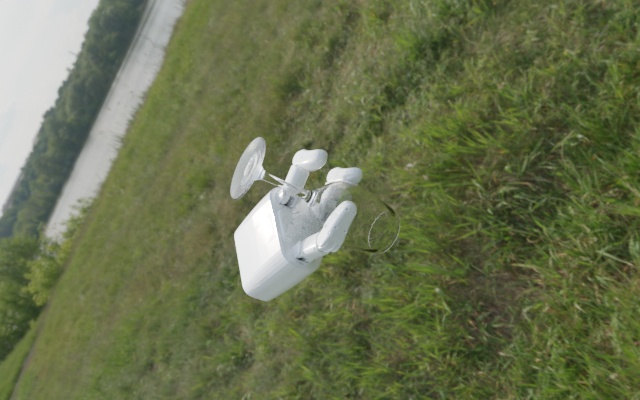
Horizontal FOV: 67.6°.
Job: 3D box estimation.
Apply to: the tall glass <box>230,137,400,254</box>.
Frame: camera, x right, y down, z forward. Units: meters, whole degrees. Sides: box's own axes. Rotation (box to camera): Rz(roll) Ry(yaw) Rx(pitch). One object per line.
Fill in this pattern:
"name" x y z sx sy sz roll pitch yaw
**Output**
"tall glass" 0.000 0.002 0.563 0.201 0.079 0.079 25 -12 -27
